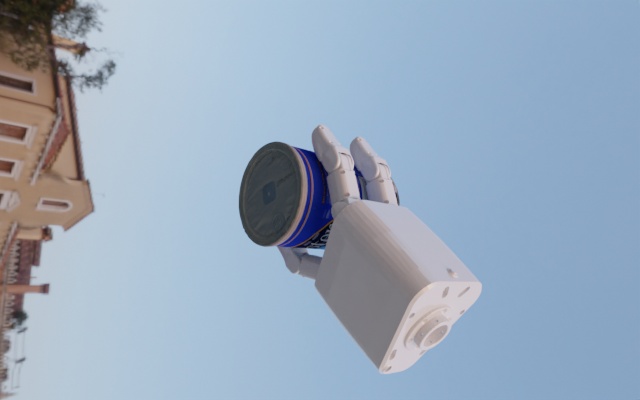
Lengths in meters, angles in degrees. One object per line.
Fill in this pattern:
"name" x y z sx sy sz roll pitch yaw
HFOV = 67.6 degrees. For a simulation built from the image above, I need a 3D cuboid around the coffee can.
"coffee can" 0.000 0.002 0.507 0.140 0.103 0.103 9 -6 -42
